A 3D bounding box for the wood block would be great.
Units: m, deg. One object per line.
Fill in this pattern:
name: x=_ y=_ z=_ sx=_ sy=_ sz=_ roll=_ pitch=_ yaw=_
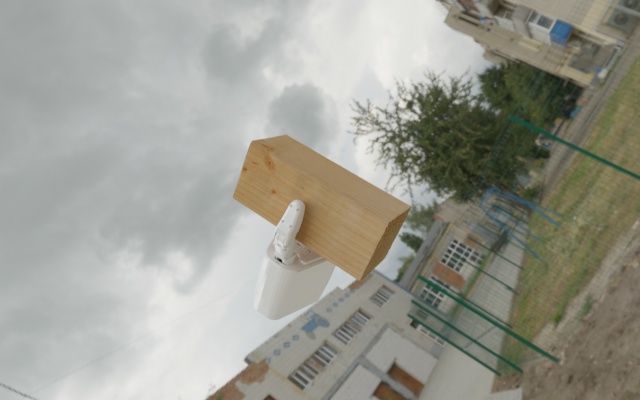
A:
wood block: x=0.000 y=0.002 z=0.629 sx=0.206 sy=0.090 sz=0.091 roll=31 pitch=25 yaw=18
